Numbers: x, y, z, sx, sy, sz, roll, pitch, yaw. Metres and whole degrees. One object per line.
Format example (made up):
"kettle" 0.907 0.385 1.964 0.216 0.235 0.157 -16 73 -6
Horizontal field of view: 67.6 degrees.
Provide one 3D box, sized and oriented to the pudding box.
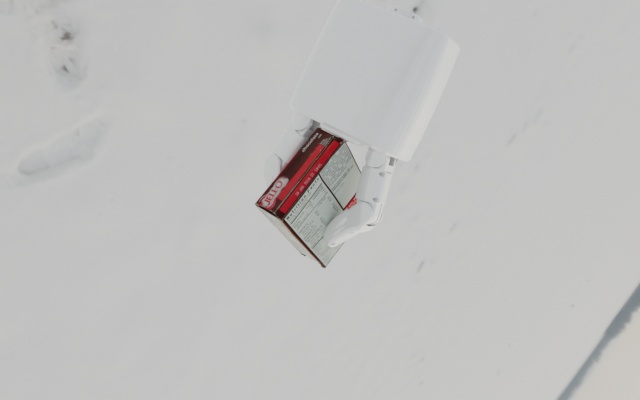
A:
"pudding box" 0.000 0.001 0.445 0.039 0.090 0.114 30 -15 35
